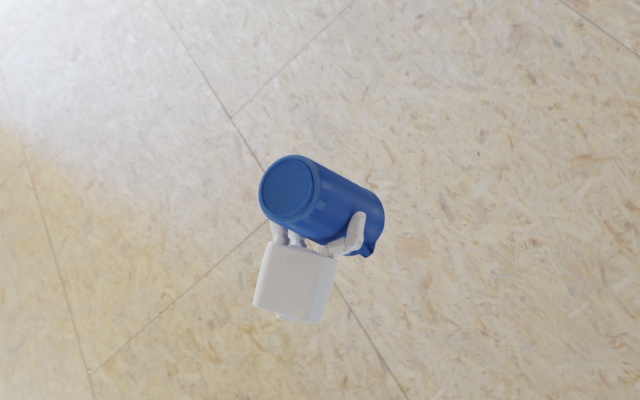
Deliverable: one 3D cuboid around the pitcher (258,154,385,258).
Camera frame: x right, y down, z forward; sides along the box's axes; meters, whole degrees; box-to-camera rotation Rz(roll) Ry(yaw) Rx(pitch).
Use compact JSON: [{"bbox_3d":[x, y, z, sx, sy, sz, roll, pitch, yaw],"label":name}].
[{"bbox_3d":[0.000,0.003,0.798,0.149,0.145,0.243,10,-9,30],"label":"pitcher"}]
